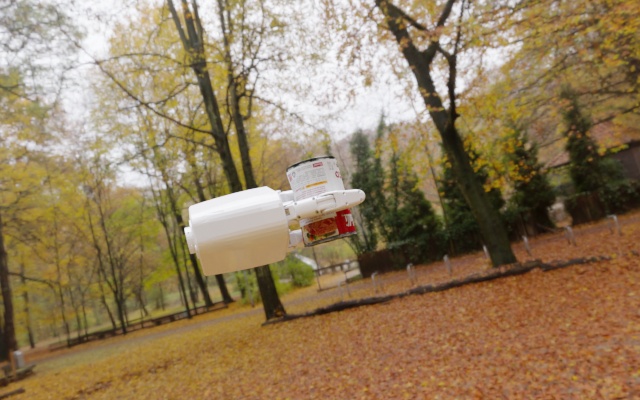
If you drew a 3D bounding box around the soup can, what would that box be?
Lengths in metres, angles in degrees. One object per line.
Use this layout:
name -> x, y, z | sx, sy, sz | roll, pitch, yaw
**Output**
soup can -> 0.001, 0.002, 0.604 | 0.068, 0.102, 0.068 | -15, -7, -2
